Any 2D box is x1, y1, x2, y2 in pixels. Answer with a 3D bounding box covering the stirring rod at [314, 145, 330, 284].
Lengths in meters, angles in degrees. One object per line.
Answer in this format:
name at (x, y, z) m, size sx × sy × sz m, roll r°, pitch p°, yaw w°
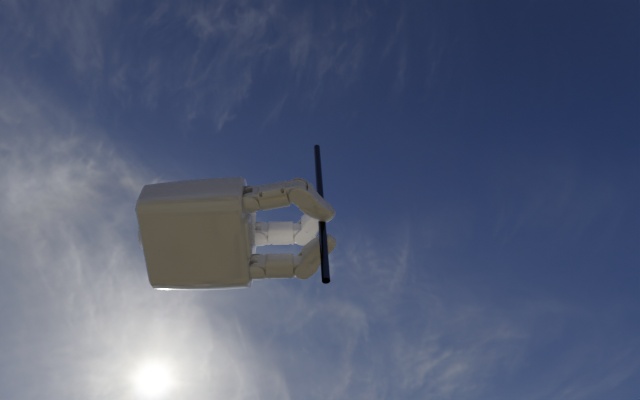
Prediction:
stirring rod at (0.000, 0.002, 0.534) m, size 0.011 × 0.011 × 0.239 m, roll 0°, pitch 37°, yaw -3°
